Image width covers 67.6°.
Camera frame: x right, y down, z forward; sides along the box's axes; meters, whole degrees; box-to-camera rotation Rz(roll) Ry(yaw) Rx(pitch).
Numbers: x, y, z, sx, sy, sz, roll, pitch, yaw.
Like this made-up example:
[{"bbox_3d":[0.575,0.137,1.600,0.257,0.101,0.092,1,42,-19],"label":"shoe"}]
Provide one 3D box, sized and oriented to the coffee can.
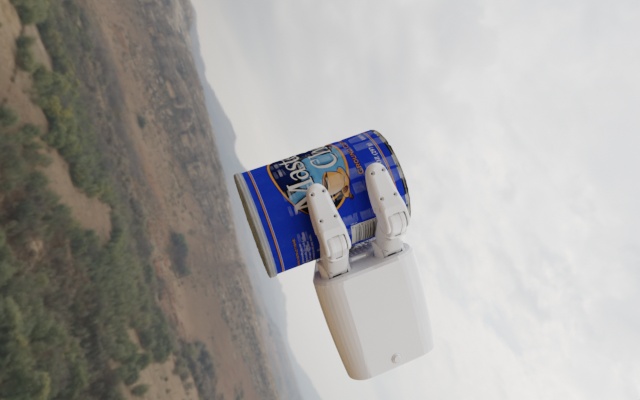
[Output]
[{"bbox_3d":[0.000,0.001,0.458,0.140,0.103,0.103,-19,4,-11],"label":"coffee can"}]
